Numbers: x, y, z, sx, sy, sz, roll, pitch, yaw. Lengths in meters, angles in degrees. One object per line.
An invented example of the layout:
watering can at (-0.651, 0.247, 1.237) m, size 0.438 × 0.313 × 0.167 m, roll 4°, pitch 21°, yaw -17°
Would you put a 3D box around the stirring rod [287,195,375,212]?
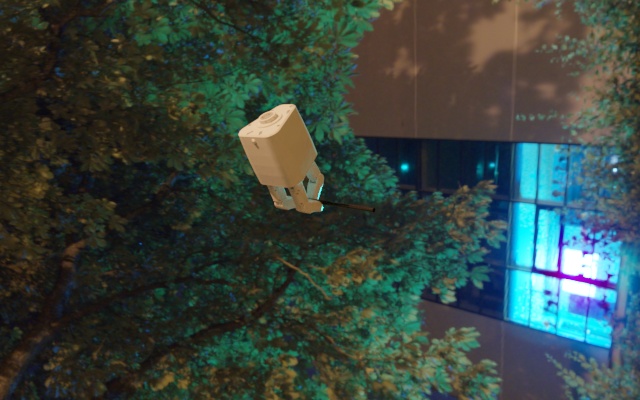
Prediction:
stirring rod at (0.000, 0.003, 0.896) m, size 0.239 × 0.011 × 0.011 m, roll 8°, pitch 5°, yaw 40°
